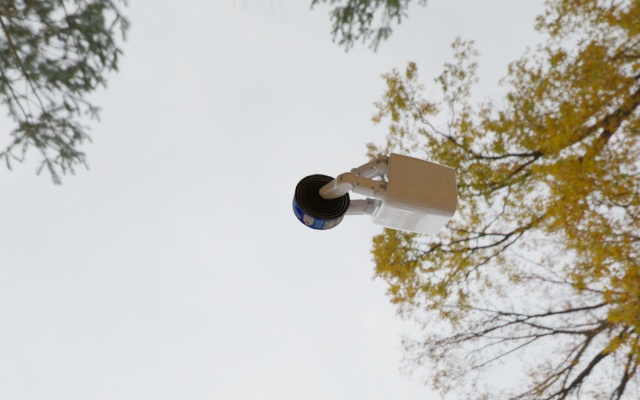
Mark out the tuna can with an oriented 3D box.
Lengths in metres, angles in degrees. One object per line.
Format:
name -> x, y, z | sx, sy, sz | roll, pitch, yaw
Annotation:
tuna can -> 0.000, 0.003, 0.728 | 0.086, 0.086, 0.034 | 0, -36, -15
